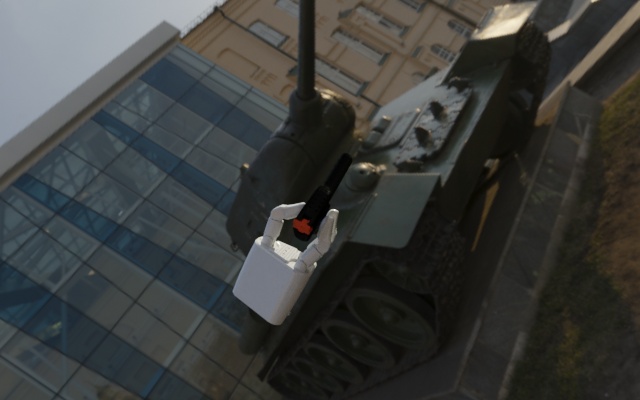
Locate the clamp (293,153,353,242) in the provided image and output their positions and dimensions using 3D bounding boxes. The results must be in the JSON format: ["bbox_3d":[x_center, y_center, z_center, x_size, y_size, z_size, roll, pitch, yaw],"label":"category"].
[{"bbox_3d":[-0.001,0.002,0.778,0.036,0.164,0.210,26,13,5],"label":"clamp"}]
